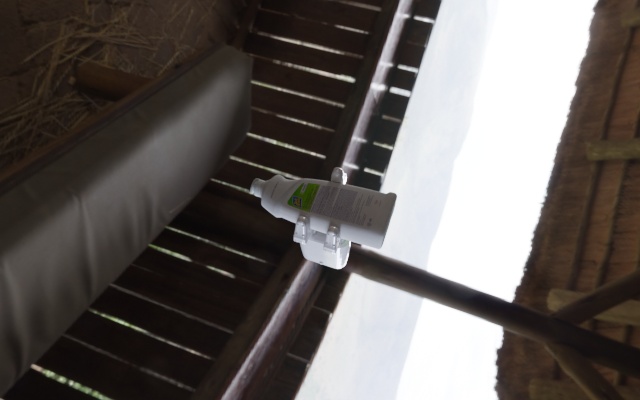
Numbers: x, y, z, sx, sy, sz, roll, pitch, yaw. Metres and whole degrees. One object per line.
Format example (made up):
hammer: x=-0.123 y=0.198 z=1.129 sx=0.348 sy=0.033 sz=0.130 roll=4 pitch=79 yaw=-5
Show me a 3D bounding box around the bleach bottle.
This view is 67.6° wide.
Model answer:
bleach bottle: x=0.000 y=0.003 z=0.842 sx=0.251 sy=0.102 sz=0.068 roll=17 pitch=-30 yaw=11
